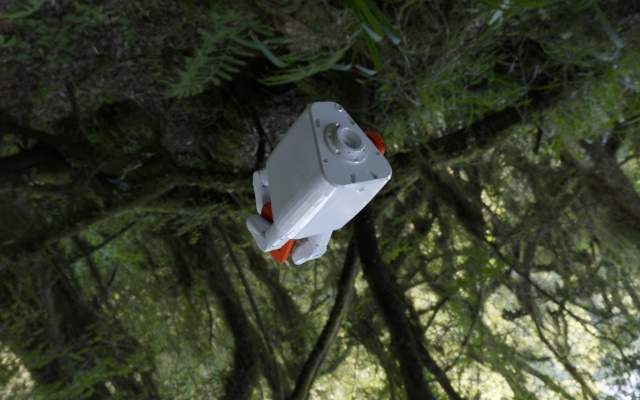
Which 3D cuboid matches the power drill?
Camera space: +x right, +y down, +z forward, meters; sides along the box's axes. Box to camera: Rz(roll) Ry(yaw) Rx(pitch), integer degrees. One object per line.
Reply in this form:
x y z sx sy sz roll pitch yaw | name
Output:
0.000 0.002 0.661 0.187 0.057 0.184 -39 -17 -27 | power drill
